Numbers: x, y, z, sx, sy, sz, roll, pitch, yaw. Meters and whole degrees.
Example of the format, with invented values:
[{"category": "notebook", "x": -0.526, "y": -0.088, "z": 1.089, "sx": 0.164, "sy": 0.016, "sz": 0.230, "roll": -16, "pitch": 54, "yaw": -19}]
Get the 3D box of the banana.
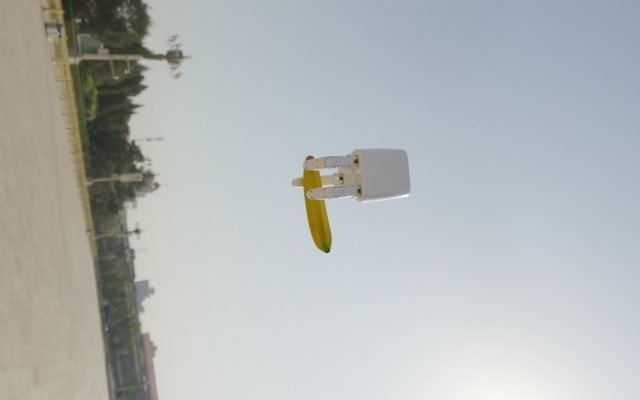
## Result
[{"category": "banana", "x": -0.004, "y": 0.014, "z": 0.883, "sx": 0.037, "sy": 0.197, "sz": 0.070, "roll": -3, "pitch": -26, "yaw": -19}]
